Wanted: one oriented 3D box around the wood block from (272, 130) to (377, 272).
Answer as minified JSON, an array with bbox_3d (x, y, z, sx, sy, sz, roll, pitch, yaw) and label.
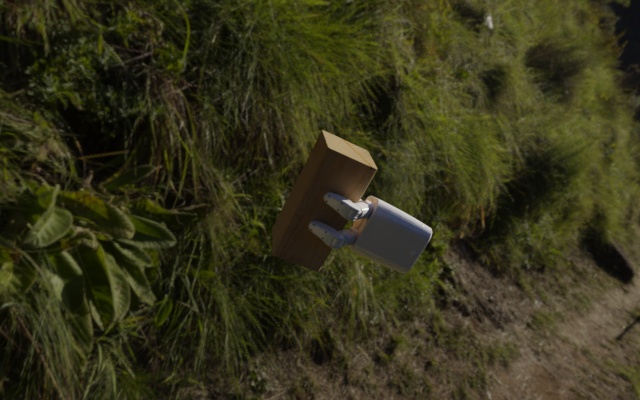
[{"bbox_3d":[0.001,0.003,0.799,0.090,0.206,0.090,22,21,-15],"label":"wood block"}]
